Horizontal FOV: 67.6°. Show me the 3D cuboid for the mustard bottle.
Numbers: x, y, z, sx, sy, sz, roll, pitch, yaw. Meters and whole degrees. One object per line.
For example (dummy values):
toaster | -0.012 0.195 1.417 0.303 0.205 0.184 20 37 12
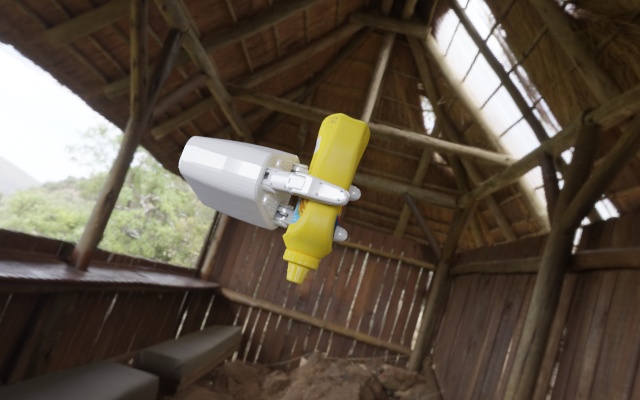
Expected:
mustard bottle | 0.000 0.002 0.551 0.058 0.191 0.096 20 -8 -7
